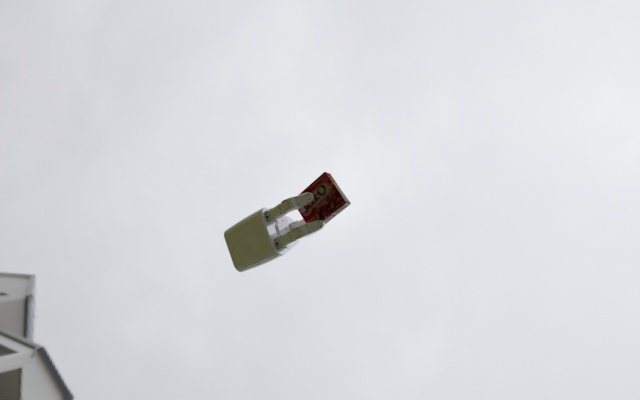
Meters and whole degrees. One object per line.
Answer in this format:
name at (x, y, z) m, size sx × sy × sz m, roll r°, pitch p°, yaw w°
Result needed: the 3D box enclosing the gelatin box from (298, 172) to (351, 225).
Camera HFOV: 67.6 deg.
gelatin box at (0.001, 0.003, 0.878) m, size 0.089 × 0.073 × 0.030 m, roll -40°, pitch -19°, yaw 18°
